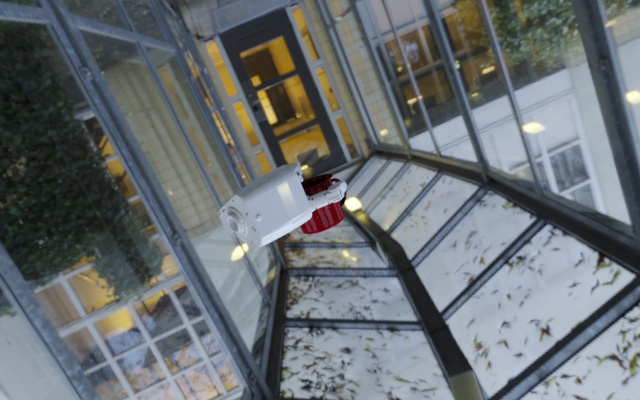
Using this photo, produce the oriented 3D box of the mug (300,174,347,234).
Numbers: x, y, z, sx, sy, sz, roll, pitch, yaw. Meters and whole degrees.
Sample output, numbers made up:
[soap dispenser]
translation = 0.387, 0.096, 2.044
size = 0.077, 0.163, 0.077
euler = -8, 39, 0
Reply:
[mug]
translation = 0.001, 0.002, 0.850
size = 0.117, 0.081, 0.093
euler = -30, 15, -34
